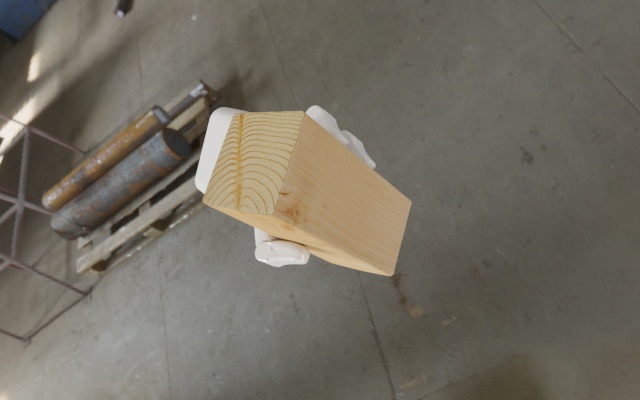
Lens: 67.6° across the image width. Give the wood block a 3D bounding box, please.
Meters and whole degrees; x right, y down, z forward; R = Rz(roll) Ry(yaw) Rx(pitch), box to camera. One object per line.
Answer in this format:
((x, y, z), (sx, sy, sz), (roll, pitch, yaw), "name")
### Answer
((0.000, 0.002, 0.475), (0.090, 0.091, 0.206), (7, -16, 39), "wood block")
